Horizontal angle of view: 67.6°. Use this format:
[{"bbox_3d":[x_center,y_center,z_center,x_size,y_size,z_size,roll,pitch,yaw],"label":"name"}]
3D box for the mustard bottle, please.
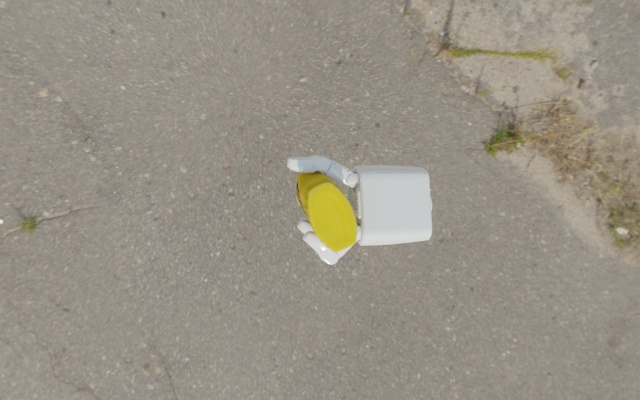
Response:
[{"bbox_3d":[0.000,0.002,0.694,0.058,0.096,0.191,-26,15,-3],"label":"mustard bottle"}]
